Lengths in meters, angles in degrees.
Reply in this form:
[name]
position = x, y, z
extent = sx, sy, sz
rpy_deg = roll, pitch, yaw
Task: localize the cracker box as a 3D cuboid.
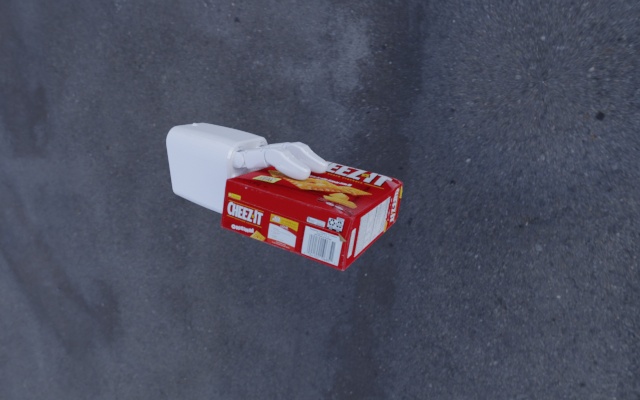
[cracker box]
position = 0.000, 0.002, 0.625
extent = 0.164, 0.072, 0.213
rpy_deg = 17, 19, 20
